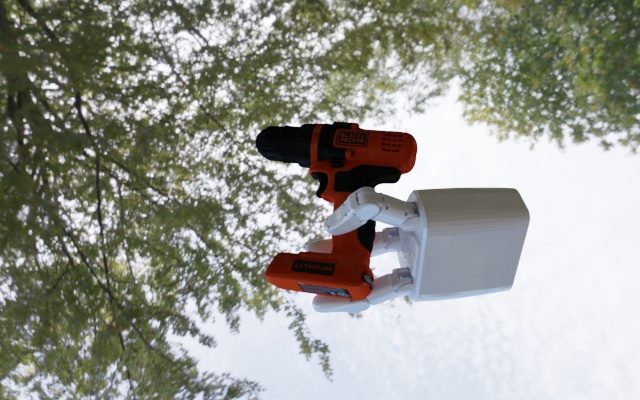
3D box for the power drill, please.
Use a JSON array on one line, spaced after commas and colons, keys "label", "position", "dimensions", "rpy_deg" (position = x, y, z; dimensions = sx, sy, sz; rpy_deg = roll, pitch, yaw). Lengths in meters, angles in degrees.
[{"label": "power drill", "position": [0.000, 0.002, 0.504], "dimensions": [0.184, 0.187, 0.057], "rpy_deg": [5, -22, 18]}]
